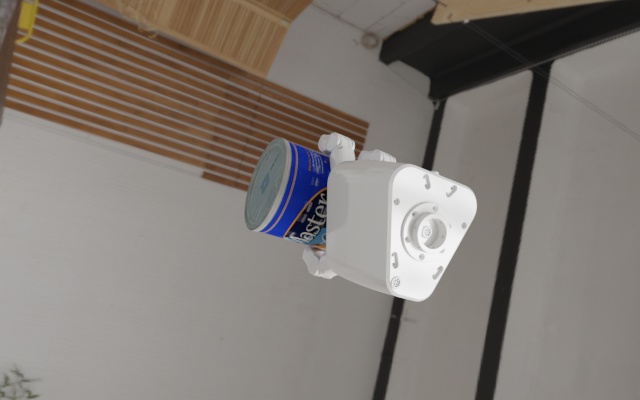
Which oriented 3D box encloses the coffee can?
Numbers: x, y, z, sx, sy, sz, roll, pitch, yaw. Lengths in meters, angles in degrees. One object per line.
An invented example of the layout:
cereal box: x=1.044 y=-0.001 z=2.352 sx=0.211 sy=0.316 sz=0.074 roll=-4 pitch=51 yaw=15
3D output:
coffee can: x=0.000 y=0.002 z=0.532 sx=0.140 sy=0.103 sz=0.103 roll=18 pitch=-8 yaw=-25
